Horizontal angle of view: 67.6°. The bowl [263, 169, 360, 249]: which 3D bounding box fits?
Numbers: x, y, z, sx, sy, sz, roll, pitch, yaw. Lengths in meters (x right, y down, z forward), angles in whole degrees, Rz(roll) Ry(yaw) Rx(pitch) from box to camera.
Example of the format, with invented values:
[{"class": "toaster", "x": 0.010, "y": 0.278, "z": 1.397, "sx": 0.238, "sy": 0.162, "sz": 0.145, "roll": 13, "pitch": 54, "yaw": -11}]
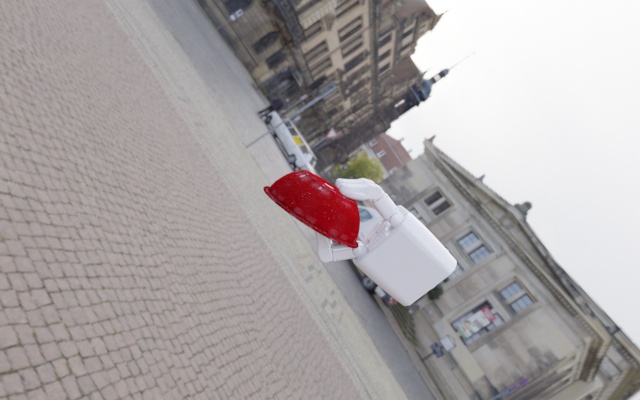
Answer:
[{"class": "bowl", "x": -0.001, "y": 0.001, "z": 0.685, "sx": 0.162, "sy": 0.055, "sz": 0.162, "roll": 31, "pitch": 6, "yaw": -4}]
